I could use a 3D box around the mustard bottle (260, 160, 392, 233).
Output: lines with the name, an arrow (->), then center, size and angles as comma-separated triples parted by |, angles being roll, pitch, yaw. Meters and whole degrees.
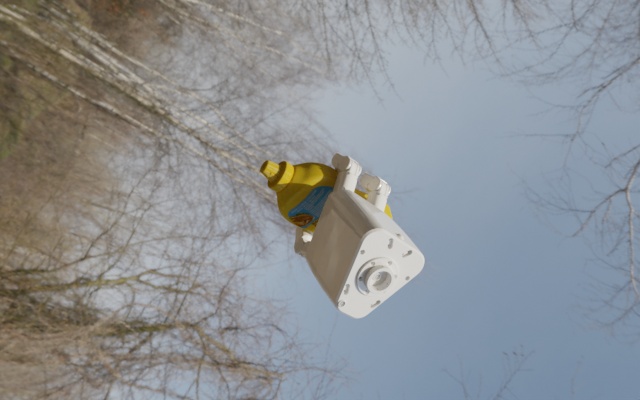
mustard bottle -> 0.000, 0.002, 0.645 | 0.192, 0.058, 0.096 | 32, -57, -28
